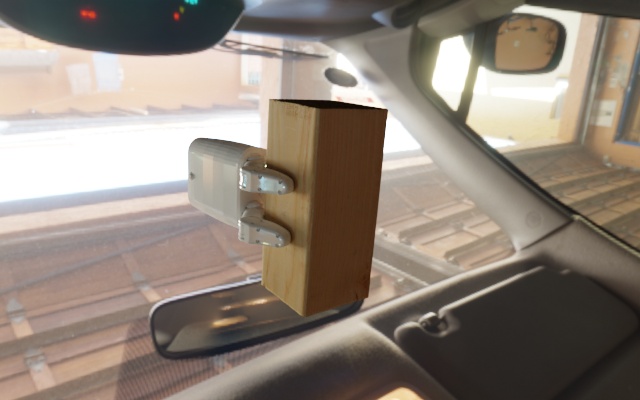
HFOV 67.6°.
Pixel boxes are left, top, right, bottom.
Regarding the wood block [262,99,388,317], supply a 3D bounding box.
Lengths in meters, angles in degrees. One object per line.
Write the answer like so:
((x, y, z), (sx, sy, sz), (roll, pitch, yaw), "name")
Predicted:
((0.000, 0.002, 0.505), (0.091, 0.206, 0.090), (-8, 20, -37), "wood block")
